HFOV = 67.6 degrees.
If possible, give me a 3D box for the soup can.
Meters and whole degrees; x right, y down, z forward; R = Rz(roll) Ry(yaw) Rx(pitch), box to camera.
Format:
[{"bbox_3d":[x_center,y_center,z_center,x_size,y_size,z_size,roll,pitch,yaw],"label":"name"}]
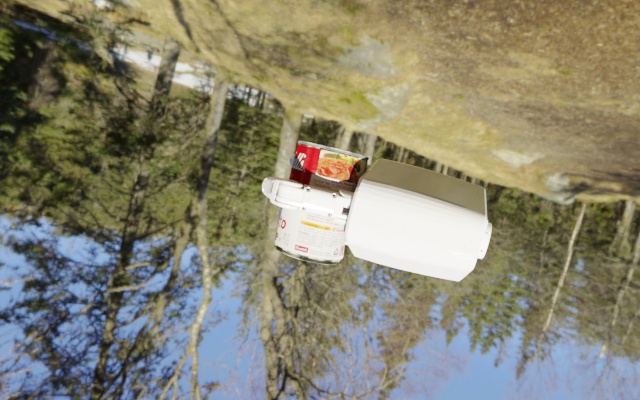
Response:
[{"bbox_3d":[-0.001,0.002,0.445,0.068,0.102,0.068,14,5,-1],"label":"soup can"}]
